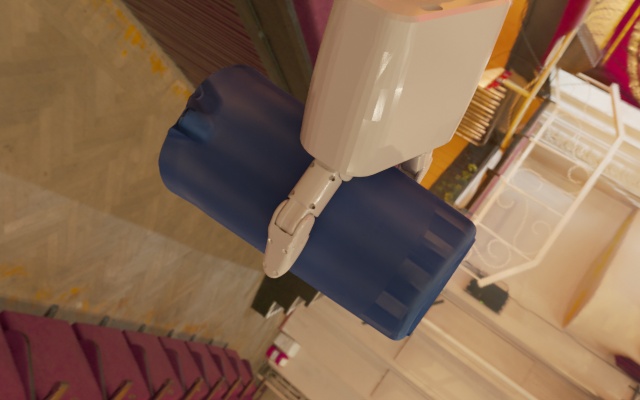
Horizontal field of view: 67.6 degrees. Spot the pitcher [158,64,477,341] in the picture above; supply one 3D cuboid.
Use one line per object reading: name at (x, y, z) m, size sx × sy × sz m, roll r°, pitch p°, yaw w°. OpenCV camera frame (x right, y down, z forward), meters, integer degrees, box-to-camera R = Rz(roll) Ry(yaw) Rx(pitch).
pitcher at (0.000, 0.001, 0.405) m, size 0.243 × 0.145 × 0.149 m, roll 35°, pitch 47°, yaw 18°
